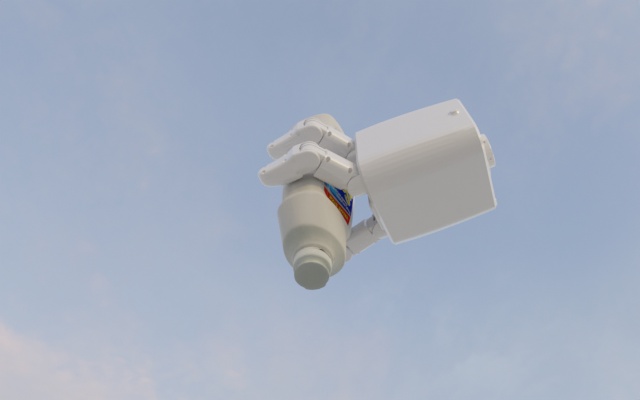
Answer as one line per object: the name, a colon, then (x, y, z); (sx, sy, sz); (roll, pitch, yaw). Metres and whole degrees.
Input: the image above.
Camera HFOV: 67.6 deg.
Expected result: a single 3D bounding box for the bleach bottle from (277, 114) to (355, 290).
bleach bottle: (0.000, 0.001, 0.483); (0.068, 0.103, 0.250); (-20, 28, 13)
